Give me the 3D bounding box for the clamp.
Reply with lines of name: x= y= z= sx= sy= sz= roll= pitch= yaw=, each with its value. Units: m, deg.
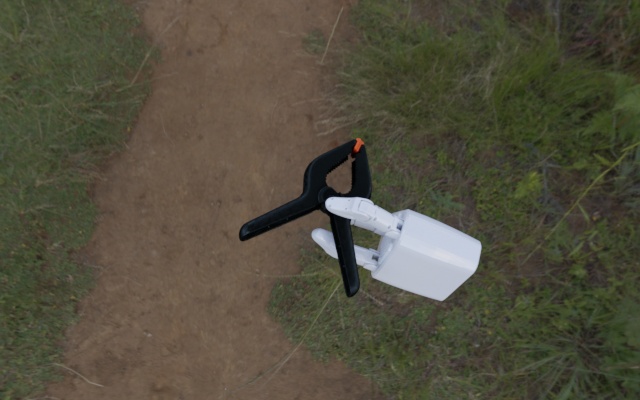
clamp: x=0.001 y=0.001 z=0.626 sx=0.164 sy=0.210 sz=0.036 roll=22 pitch=-24 yaw=-4
